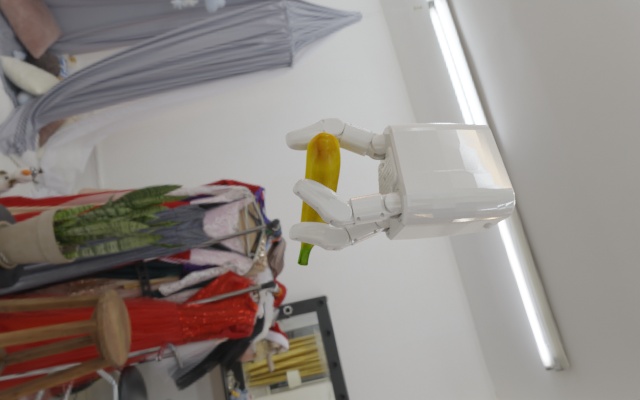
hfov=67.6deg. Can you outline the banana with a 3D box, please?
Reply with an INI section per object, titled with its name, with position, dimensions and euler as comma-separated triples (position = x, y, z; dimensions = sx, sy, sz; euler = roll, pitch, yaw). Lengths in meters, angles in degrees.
[banana]
position = 0.000, -0.010, 0.504
dimensions = 0.037, 0.069, 0.198
euler = 4, -41, -3
